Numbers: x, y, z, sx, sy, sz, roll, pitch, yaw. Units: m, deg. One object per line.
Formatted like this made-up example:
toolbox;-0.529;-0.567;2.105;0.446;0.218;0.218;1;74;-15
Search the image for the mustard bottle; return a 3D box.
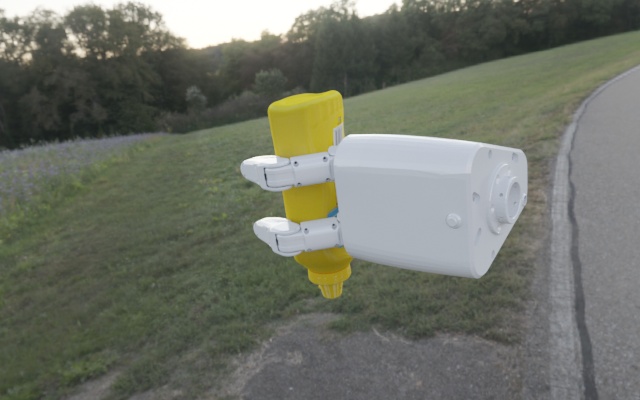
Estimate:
mustard bottle;0.000;0.001;0.437;0.058;0.192;0.096;-3;18;17
